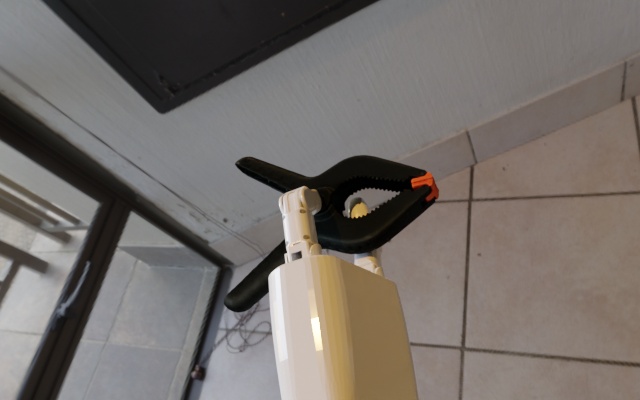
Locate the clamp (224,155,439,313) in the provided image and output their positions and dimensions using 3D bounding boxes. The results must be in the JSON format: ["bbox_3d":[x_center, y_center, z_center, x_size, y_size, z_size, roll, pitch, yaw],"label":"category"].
[{"bbox_3d":[0.000,0.001,0.444,0.210,0.164,0.036,-19,-33,16],"label":"clamp"}]
